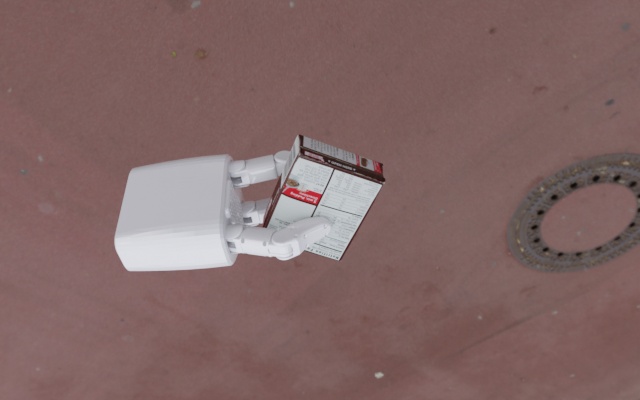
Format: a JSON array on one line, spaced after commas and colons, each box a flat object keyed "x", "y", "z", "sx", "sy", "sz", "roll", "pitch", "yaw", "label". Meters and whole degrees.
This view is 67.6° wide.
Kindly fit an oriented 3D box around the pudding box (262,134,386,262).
[{"x": 0.000, "y": 0.002, "z": 0.473, "sx": 0.090, "sy": 0.114, "sz": 0.039, "roll": 17, "pitch": 36, "yaw": -13, "label": "pudding box"}]
